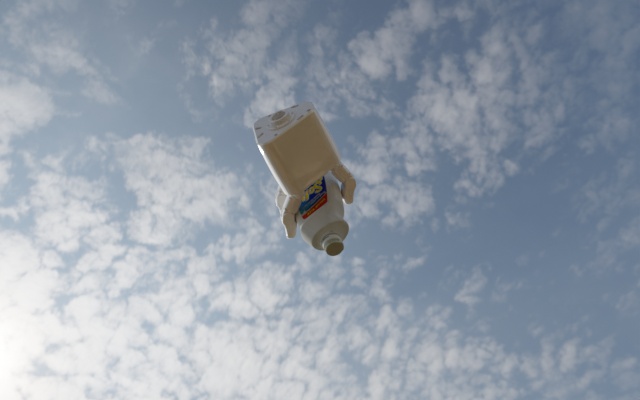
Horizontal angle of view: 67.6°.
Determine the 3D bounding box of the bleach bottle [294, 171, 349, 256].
[{"bbox_3d":[0.000,0.003,0.828,0.102,0.068,0.250,-27,36,3],"label":"bleach bottle"}]
